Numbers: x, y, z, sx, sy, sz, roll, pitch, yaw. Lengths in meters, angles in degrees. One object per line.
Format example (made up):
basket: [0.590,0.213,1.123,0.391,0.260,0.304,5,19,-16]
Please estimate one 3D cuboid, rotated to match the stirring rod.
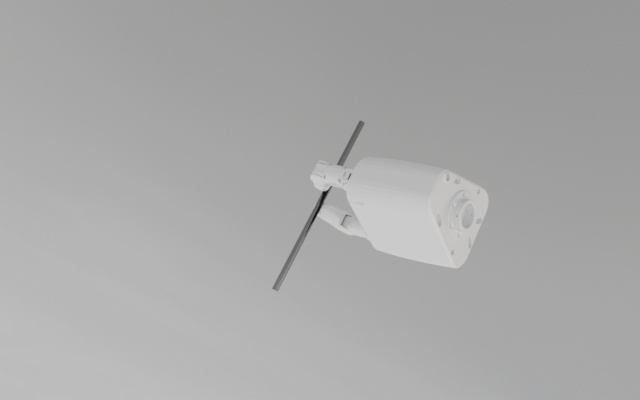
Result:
stirring rod: [0.000,0.002,0.591,0.011,0.239,0.011,26,-14,7]
